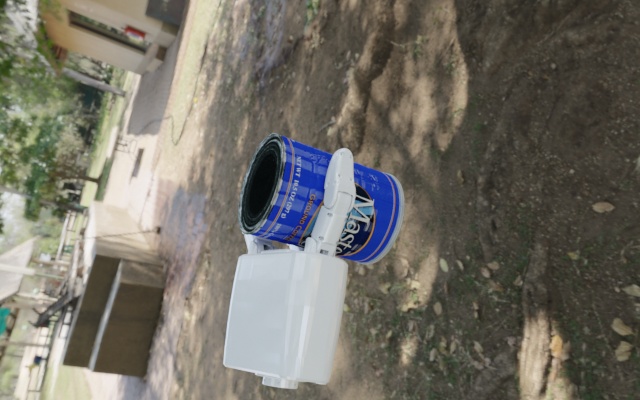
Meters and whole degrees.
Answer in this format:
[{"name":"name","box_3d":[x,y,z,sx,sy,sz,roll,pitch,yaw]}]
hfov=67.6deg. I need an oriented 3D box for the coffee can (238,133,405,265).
[{"name":"coffee can","box_3d":[0.000,0.001,0.492,0.140,0.103,0.103,17,-8,-26]}]
